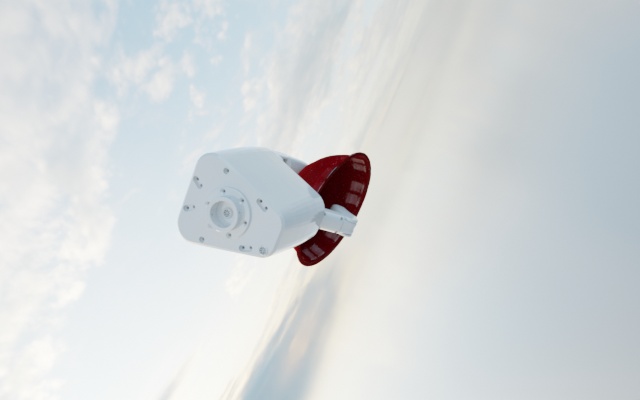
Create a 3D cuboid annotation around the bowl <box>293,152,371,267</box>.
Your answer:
[{"bbox_3d":[0.000,0.002,0.617,0.055,0.162,0.162,29,12,24],"label":"bowl"}]
